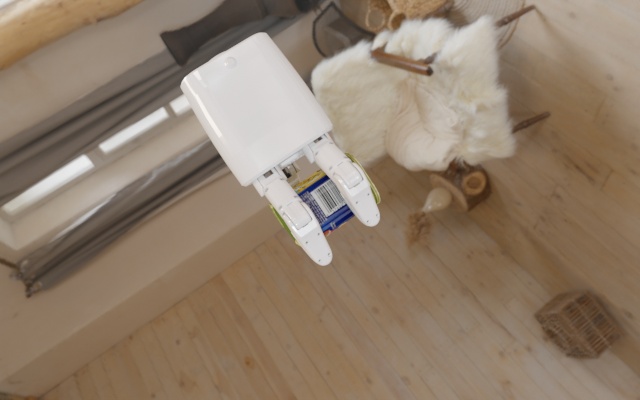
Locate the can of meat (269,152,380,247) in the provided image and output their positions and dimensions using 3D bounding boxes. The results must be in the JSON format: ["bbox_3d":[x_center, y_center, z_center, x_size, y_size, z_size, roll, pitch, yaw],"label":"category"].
[{"bbox_3d":[0.000,0.002,0.474,0.084,0.057,0.102,-34,6,-10],"label":"can of meat"}]
